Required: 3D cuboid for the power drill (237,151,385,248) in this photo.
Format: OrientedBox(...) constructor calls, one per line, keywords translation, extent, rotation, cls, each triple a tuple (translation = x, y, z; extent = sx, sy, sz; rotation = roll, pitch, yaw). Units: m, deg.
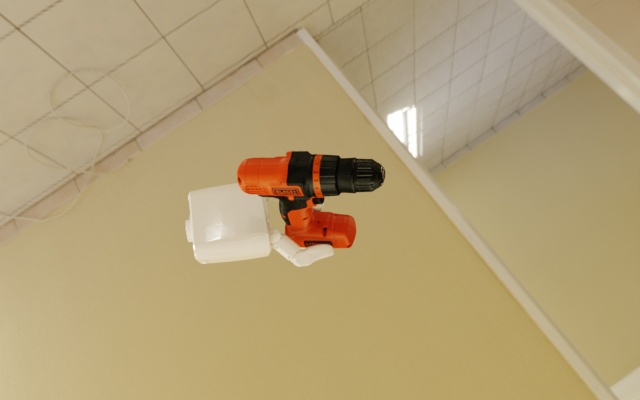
OrientedBox(translation=(0.000, 0.002, 0.644), extent=(0.184, 0.057, 0.188), rotation=(2, -31, 14), cls="power drill")
